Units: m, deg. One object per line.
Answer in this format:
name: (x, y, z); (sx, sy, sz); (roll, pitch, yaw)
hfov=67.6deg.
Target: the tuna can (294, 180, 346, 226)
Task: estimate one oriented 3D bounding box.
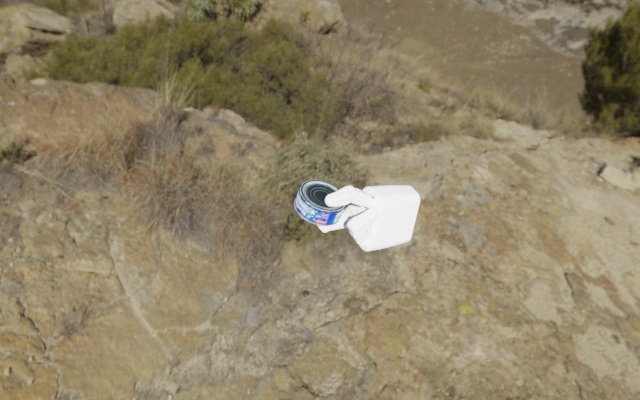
tuna can: (0.000, 0.002, 0.817); (0.086, 0.034, 0.086); (14, 38, -11)
